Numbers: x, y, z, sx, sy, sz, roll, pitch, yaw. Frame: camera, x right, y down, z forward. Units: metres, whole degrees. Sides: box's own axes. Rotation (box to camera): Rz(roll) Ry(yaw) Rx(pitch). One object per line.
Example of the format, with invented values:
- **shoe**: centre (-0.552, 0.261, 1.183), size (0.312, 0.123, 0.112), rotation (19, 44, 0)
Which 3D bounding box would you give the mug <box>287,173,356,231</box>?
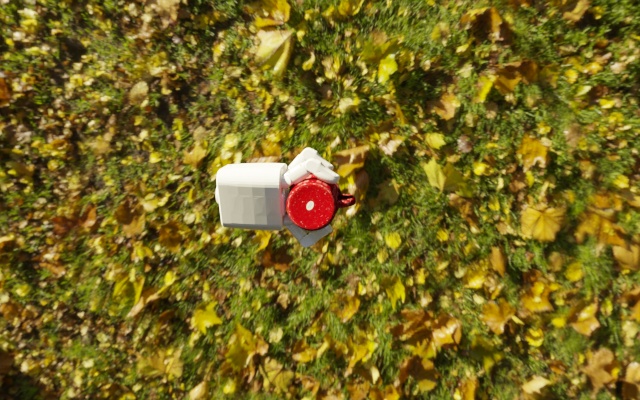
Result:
- **mug**: centre (0.002, 0.003, 0.795), size (0.117, 0.093, 0.081), rotation (1, 12, 3)
